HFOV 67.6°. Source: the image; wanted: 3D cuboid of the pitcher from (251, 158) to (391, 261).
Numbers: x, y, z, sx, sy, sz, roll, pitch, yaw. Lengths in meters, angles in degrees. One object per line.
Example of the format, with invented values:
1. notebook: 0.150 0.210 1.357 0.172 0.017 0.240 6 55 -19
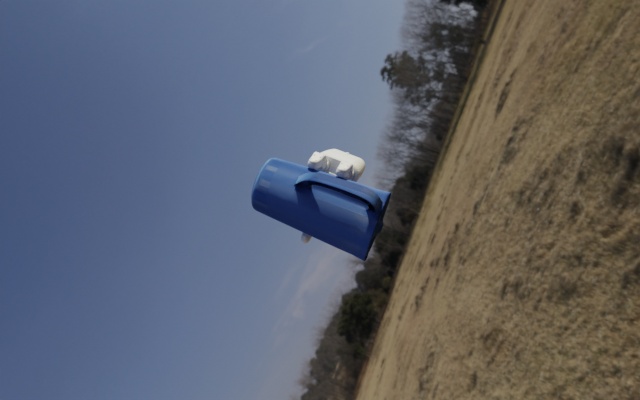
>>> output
1. pitcher: 0.000 0.003 0.878 0.243 0.149 0.145 21 21 10
